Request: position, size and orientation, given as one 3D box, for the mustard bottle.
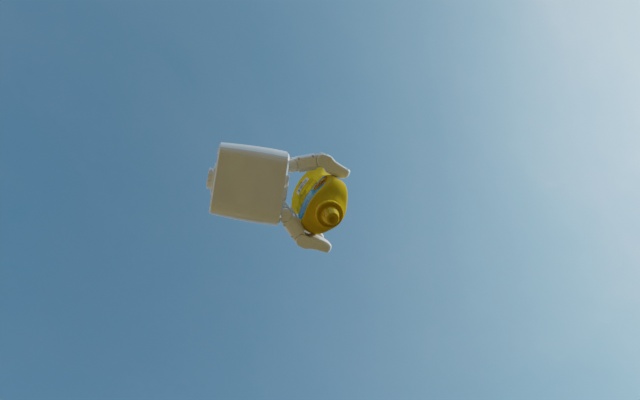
[{"bbox_3d":[0.000,0.003,0.764,0.058,0.096,0.191,33,6,-16],"label":"mustard bottle"}]
